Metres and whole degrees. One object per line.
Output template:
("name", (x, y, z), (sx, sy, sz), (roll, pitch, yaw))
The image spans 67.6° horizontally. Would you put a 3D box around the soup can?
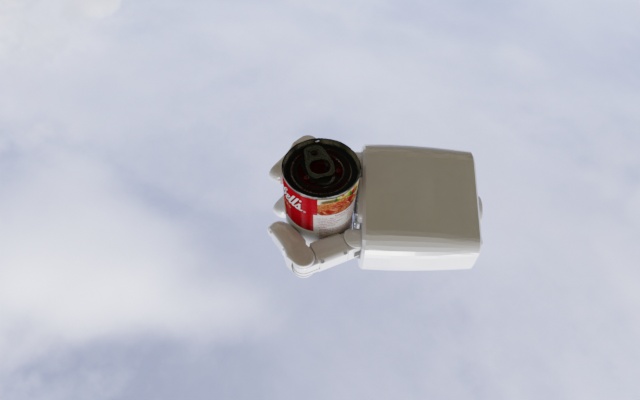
("soup can", (0.000, 0.002, 0.444), (0.068, 0.068, 0.102), (0, -37, -1))
